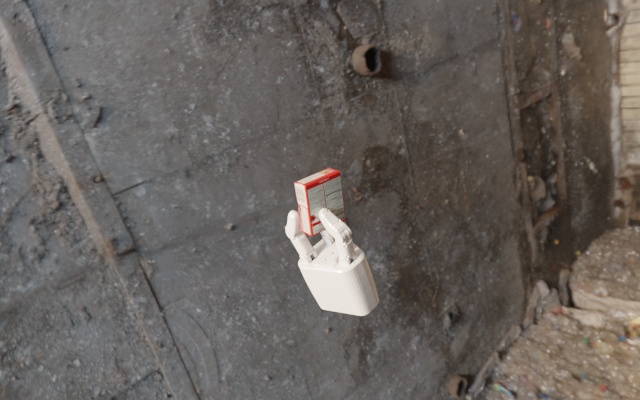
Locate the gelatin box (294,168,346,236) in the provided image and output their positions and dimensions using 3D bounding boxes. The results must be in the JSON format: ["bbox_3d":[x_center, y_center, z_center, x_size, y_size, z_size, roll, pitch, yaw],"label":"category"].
[{"bbox_3d":[0.000,0.002,0.751,0.073,0.089,0.030,-25,29,-34],"label":"gelatin box"}]
